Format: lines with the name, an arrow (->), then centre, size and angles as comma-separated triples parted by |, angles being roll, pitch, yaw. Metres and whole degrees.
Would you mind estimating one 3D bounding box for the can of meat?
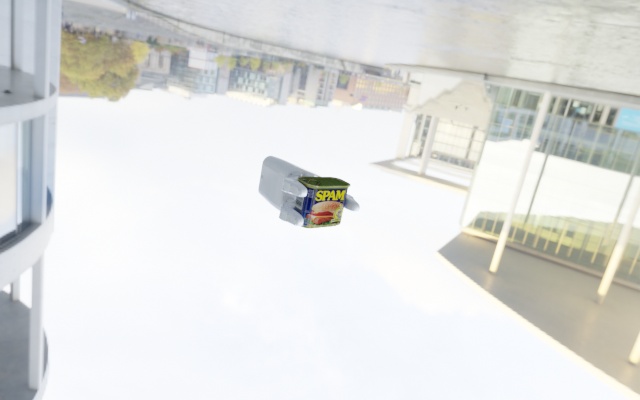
can of meat -> 0.000, 0.003, 0.895 | 0.102, 0.084, 0.057 | -2, 21, -39
